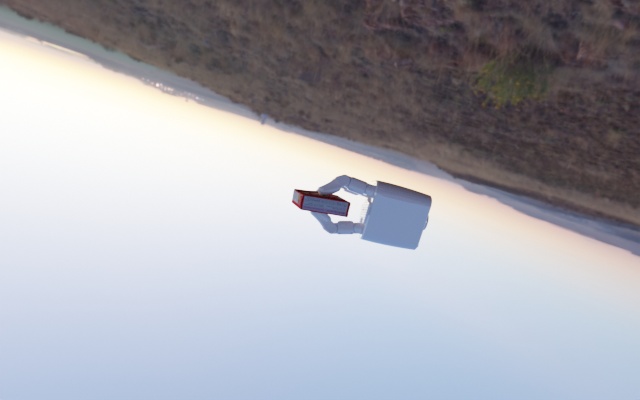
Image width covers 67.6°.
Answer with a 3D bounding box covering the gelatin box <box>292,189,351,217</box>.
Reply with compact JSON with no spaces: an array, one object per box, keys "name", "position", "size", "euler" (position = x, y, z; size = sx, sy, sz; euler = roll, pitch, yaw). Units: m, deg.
[{"name":"gelatin box","position":[0.000,0.003,0.850],"size":[0.089,0.030,0.073],"euler":[9,8,-17]}]
